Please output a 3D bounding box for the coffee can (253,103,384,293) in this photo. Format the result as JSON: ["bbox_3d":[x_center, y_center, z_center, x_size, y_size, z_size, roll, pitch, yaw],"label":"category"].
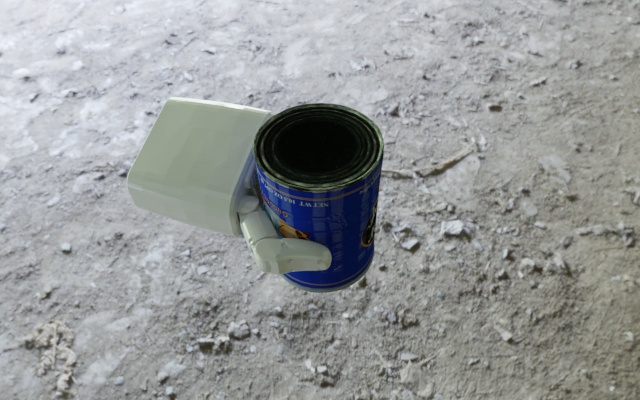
[{"bbox_3d":[0.000,0.002,0.422,0.103,0.102,0.140,0,-42,2],"label":"coffee can"}]
